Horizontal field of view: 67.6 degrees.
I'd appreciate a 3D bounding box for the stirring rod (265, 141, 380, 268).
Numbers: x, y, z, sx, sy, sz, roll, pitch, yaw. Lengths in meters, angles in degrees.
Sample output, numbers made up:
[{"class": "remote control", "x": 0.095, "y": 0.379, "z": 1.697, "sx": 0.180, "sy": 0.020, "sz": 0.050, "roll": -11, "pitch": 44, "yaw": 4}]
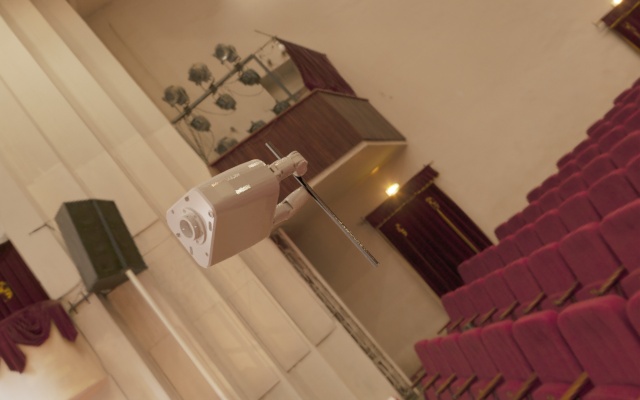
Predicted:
[{"class": "stirring rod", "x": 0.000, "y": 0.002, "z": 0.681, "sx": 0.011, "sy": 0.239, "sz": 0.011, "roll": -40, "pitch": -13, "yaw": -11}]
